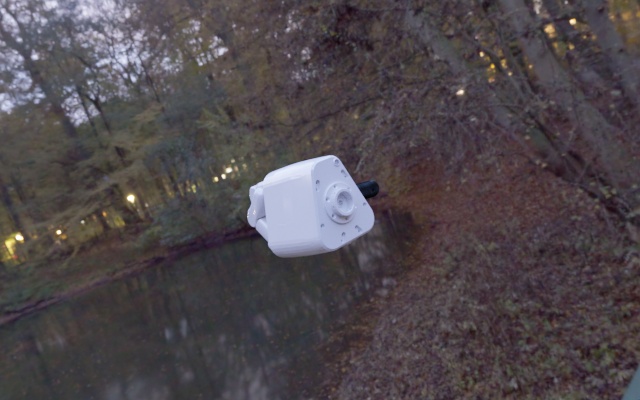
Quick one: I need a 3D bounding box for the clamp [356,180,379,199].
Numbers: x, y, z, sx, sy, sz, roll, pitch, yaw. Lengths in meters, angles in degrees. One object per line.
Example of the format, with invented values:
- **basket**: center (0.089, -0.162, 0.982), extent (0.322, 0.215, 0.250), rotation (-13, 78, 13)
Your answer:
- **clamp**: center (0.000, 0.002, 0.702), extent (0.171, 0.039, 0.120), rotation (-25, 8, -37)
